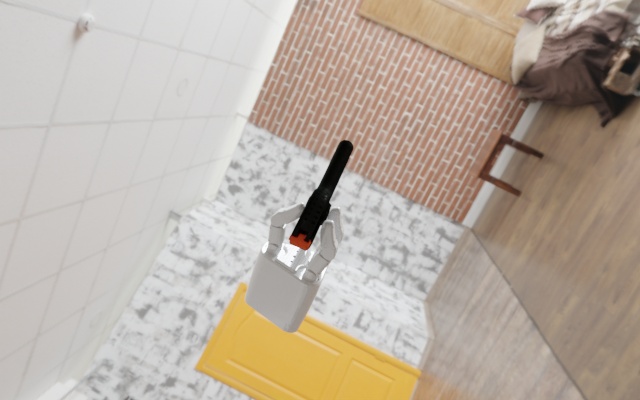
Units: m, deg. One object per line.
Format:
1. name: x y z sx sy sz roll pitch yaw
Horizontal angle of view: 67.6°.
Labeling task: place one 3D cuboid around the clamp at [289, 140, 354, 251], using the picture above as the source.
1. clamp: -0.001 0.002 0.718 0.036 0.165 0.210 22 24 5
